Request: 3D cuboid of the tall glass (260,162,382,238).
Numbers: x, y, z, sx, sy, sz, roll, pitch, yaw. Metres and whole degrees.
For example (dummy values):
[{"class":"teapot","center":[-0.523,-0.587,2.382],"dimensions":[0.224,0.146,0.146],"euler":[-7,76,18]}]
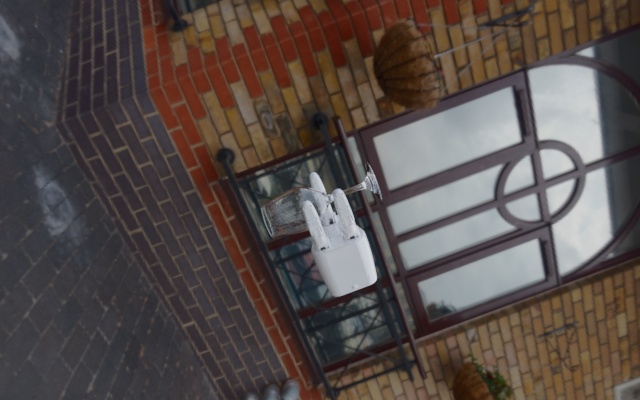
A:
[{"class":"tall glass","center":[0.001,0.002,0.830],"dimensions":[0.201,0.079,0.079],"euler":[-20,0,0]}]
